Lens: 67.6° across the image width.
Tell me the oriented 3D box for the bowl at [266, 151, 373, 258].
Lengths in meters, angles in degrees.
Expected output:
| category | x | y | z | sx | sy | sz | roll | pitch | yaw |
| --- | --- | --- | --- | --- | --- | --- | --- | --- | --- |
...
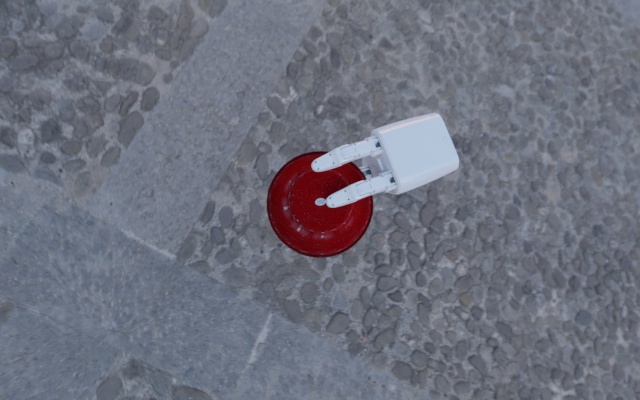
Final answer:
| category | x | y | z | sx | sy | sz | roll | pitch | yaw |
| --- | --- | --- | --- | --- | --- | --- | --- | --- | --- |
| bowl | -0.001 | 0.003 | 0.693 | 0.162 | 0.162 | 0.055 | 0 | -6 | -2 |
